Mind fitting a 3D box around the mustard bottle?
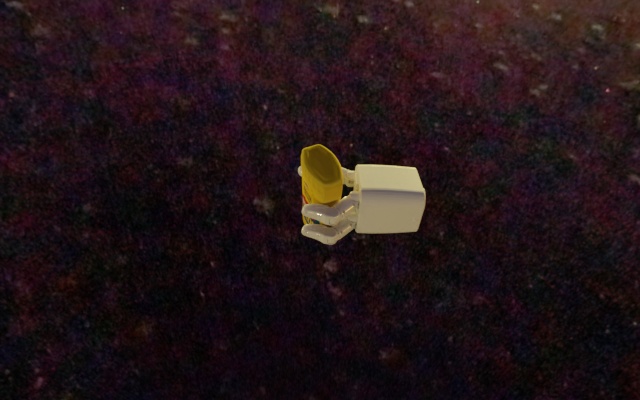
[{"bbox_3d":[0.000,0.003,0.819,0.058,0.096,0.192,-19,-37,-16],"label":"mustard bottle"}]
